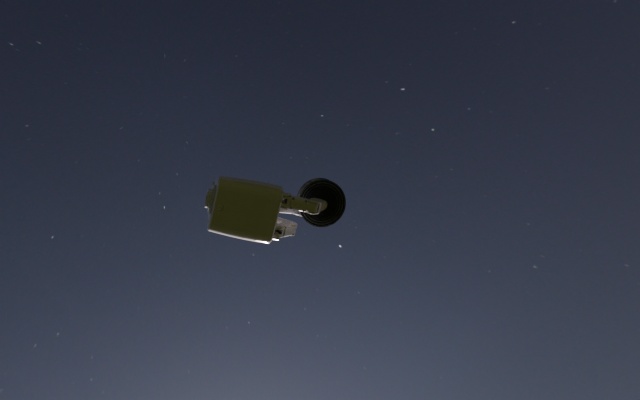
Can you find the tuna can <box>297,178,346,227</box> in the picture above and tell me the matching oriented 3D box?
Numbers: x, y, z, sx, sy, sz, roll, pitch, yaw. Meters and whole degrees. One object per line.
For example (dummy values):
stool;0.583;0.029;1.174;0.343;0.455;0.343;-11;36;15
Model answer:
tuna can;0.000;0.003;0.859;0.086;0.086;0.033;0;11;-13
